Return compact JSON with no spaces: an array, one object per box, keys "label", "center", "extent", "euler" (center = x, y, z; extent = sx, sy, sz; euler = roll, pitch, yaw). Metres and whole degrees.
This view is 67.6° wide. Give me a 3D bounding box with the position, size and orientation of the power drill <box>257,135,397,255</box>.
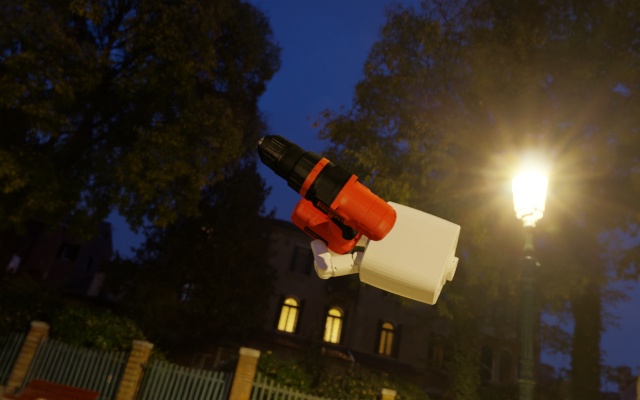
[{"label":"power drill","center":[0.000,0.002,0.619],"extent":[0.184,0.057,0.188],"euler":[36,-14,7]}]
